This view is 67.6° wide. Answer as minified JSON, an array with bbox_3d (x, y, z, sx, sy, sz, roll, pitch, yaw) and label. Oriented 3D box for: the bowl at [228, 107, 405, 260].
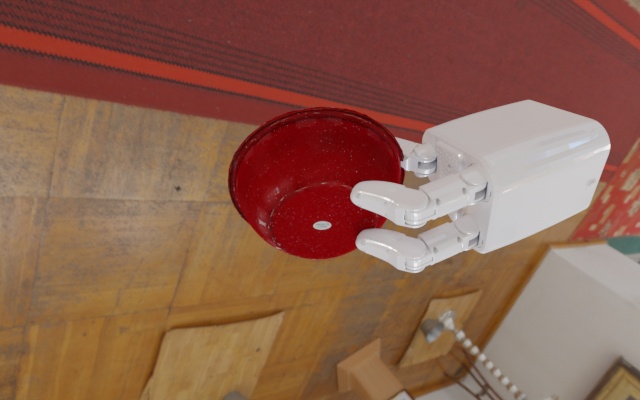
[{"bbox_3d":[-0.001,0.002,0.416,0.162,0.162,0.055,0,43,-8],"label":"bowl"}]
